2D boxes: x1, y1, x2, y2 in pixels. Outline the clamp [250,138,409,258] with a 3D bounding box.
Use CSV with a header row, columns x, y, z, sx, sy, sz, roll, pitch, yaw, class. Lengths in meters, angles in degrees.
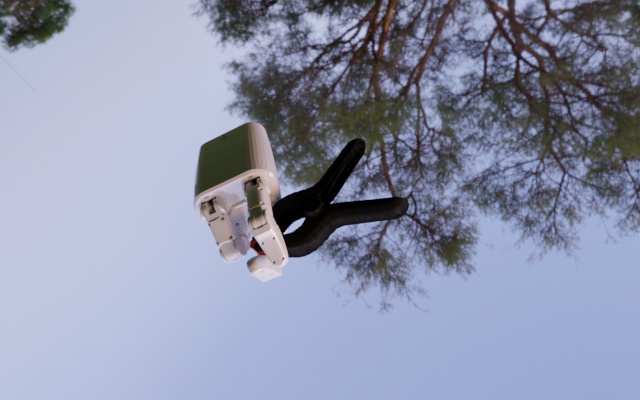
x,y,z,sx,sy,sz,roll,pitch,yaw,class
0.000,0.002,0.520,0.171,0.120,0.039,-24,-48,9,clamp
